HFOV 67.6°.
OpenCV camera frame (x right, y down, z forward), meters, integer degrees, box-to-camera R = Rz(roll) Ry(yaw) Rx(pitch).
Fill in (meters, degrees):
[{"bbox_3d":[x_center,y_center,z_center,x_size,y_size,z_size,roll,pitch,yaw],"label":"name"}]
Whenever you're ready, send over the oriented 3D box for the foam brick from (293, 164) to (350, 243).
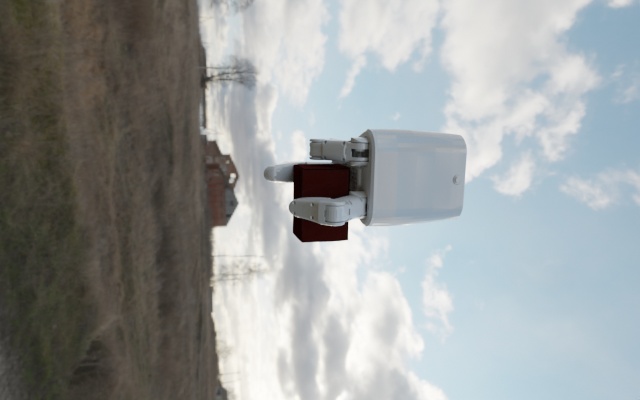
[{"bbox_3d":[0.000,0.002,0.505,0.051,0.078,0.053,-1,10,-13],"label":"foam brick"}]
